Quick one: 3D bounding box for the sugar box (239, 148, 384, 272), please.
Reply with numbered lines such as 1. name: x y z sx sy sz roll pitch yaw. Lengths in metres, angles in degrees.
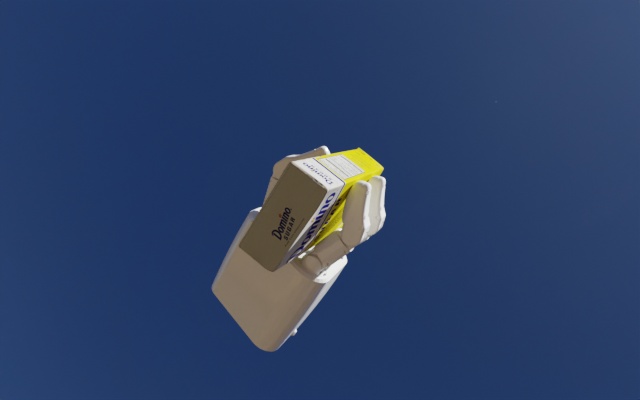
1. sugar box: 0.000 0.002 0.464 0.048 0.093 0.176 37 21 9
